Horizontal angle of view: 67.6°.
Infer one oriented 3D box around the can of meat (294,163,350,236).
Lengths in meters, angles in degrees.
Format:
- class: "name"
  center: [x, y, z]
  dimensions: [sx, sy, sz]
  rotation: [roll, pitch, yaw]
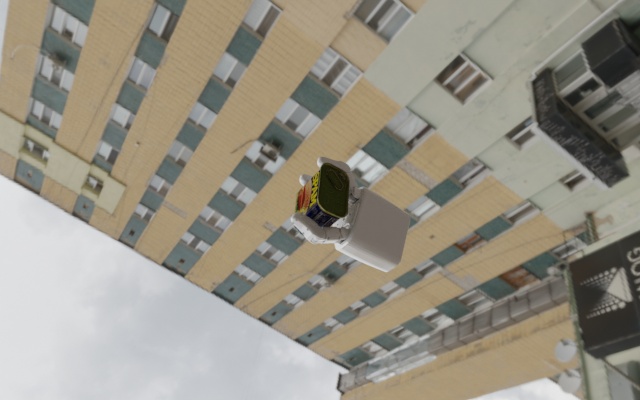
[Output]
- class: "can of meat"
  center: [0.000, 0.003, 0.792]
  dimensions: [0.057, 0.102, 0.084]
  rotation: [25, -43, -22]
